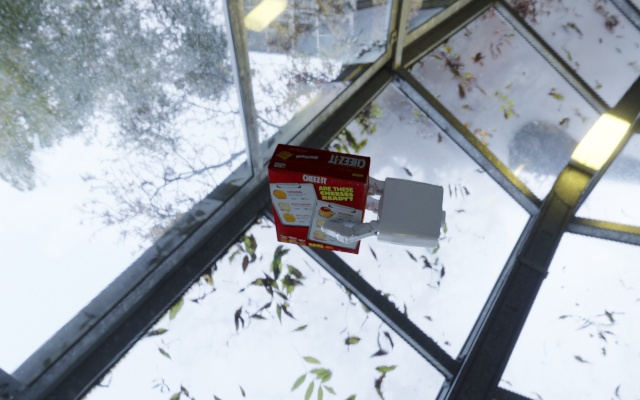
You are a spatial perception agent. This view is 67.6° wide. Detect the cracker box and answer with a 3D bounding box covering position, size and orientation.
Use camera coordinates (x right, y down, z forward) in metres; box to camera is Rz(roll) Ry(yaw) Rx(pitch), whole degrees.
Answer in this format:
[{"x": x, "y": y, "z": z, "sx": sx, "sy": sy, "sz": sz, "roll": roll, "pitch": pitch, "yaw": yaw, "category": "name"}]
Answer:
[{"x": 0.000, "y": 0.003, "z": 0.860, "sx": 0.164, "sy": 0.072, "sz": 0.214, "roll": 9, "pitch": -39, "yaw": 7, "category": "cracker box"}]
